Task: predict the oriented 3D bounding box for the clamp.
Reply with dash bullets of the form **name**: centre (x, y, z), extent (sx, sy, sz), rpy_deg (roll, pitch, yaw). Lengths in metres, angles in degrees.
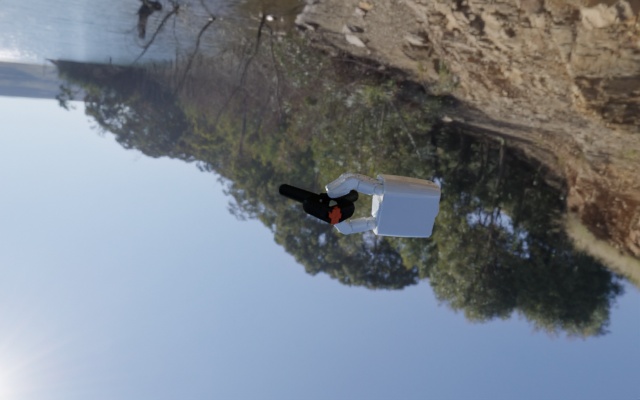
- **clamp**: centre (0.000, 0.004, 0.896), extent (0.164, 0.036, 0.210), rpy_deg (5, 12, -3)
